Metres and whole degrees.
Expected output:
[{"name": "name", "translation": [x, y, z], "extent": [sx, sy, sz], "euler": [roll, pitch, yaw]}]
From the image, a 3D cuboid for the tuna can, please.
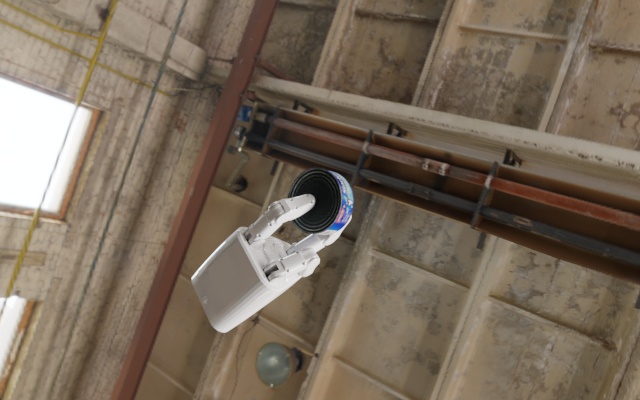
[{"name": "tuna can", "translation": [0.000, 0.002, 0.620], "extent": [0.086, 0.086, 0.034], "euler": [0, -6, 36]}]
